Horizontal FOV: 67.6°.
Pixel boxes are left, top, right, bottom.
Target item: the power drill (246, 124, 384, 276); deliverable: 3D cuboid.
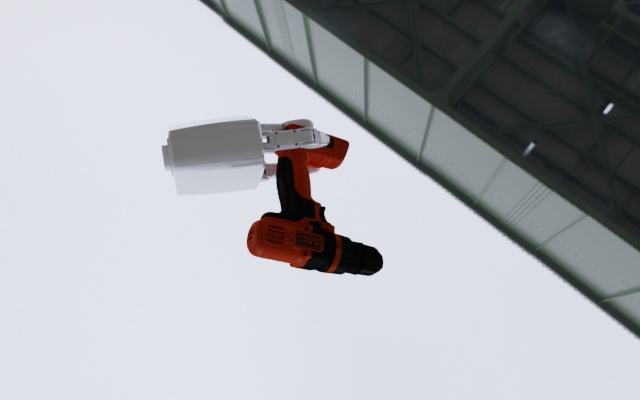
[{"bbox_3d":[0.000,0.002,0.623,0.184,0.187,0.057,15,-31,-26],"label":"power drill"}]
